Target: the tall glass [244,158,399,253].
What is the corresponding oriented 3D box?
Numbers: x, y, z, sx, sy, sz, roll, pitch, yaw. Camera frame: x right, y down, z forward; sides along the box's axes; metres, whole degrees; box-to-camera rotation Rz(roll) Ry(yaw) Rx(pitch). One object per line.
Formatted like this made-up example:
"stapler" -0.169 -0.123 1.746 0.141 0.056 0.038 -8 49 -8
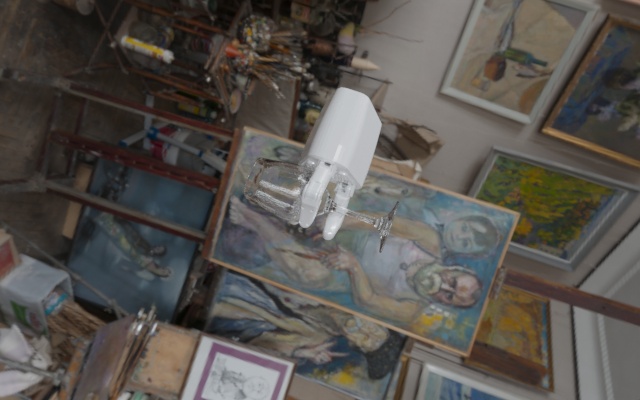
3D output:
"tall glass" 0.001 0.002 0.653 0.201 0.079 0.079 19 2 7
